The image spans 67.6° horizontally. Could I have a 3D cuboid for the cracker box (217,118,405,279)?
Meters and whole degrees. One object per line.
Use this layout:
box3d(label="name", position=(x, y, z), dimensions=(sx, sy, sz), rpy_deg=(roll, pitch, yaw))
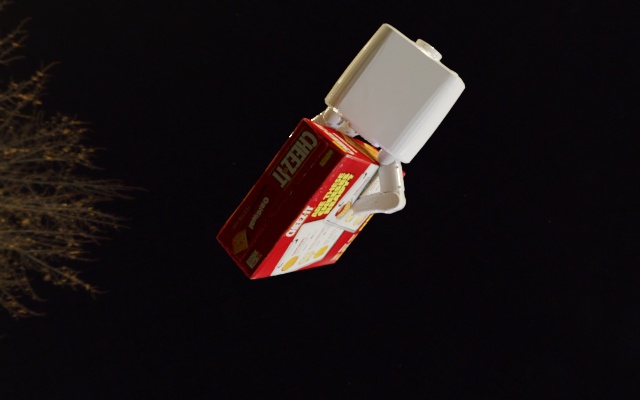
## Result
box3d(label="cracker box", position=(0.000, 0.002, 0.570), dimensions=(0.072, 0.164, 0.214), rpy_deg=(43, 15, 21))
